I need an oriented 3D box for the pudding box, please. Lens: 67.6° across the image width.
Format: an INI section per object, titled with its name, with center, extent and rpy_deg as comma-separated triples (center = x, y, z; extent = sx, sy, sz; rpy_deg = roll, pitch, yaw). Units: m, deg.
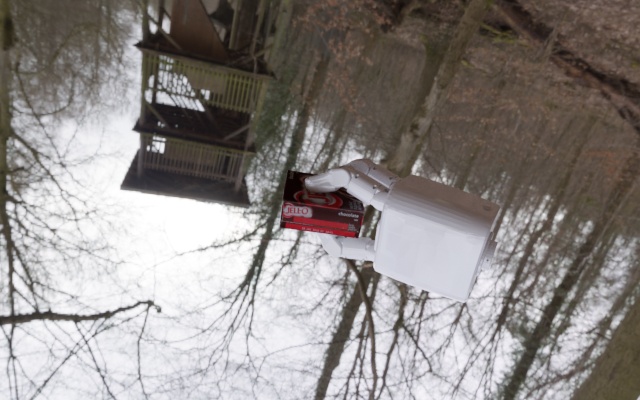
[pudding box]
center = 0.000, 0.002, 0.561
extent = 0.090, 0.039, 0.113
rpy_deg = 9, 18, -5
